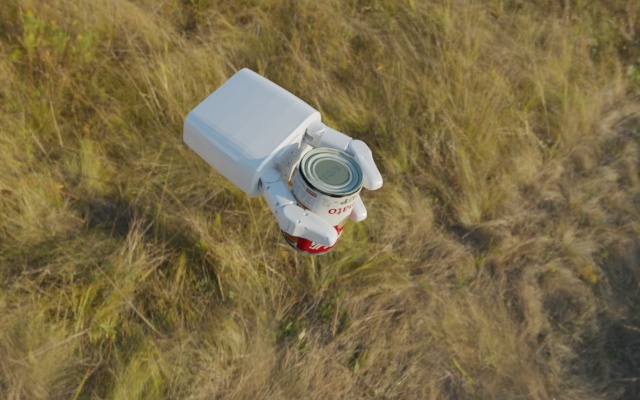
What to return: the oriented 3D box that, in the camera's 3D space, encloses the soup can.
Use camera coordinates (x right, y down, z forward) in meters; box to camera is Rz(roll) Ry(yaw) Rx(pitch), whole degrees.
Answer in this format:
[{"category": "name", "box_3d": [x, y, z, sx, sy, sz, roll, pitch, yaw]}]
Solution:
[{"category": "soup can", "box_3d": [0.000, 0.002, 0.506, 0.068, 0.068, 0.102, 0, -39, -18]}]
